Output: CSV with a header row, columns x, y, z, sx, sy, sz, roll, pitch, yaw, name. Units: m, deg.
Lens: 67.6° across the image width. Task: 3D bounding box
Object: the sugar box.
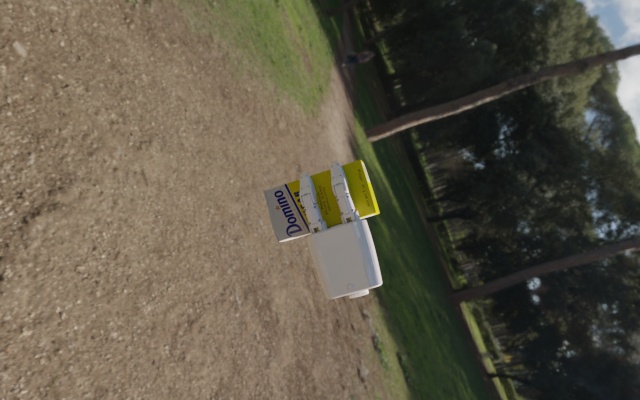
x,y,z,sx,sy,sz,roll,pitch,yaw,name
0.000,0.003,0.798,0.176,0.093,0.048,-18,-7,12,sugar box
